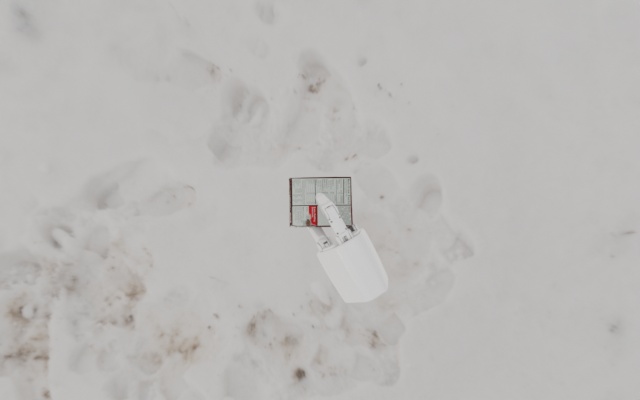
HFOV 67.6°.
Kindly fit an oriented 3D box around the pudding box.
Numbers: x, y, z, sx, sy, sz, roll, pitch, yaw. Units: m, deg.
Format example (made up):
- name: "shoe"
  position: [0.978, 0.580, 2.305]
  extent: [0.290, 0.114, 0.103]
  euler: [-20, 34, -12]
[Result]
- name: "pudding box"
  position: [0.000, 0.003, 0.855]
  extent: [0.113, 0.090, 0.039]
  euler: [0, -4, -7]
